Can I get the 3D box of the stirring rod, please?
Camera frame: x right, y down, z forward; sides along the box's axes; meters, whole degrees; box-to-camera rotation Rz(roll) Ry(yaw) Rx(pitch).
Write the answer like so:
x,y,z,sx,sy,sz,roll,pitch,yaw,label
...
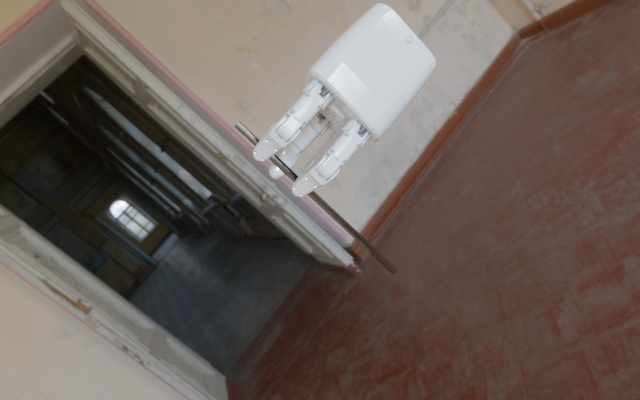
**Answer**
x,y,z,sx,sy,sz,roll,pitch,yaw,label
0.000,0.002,0.515,0.239,0.011,0.011,43,-13,-14,stirring rod
